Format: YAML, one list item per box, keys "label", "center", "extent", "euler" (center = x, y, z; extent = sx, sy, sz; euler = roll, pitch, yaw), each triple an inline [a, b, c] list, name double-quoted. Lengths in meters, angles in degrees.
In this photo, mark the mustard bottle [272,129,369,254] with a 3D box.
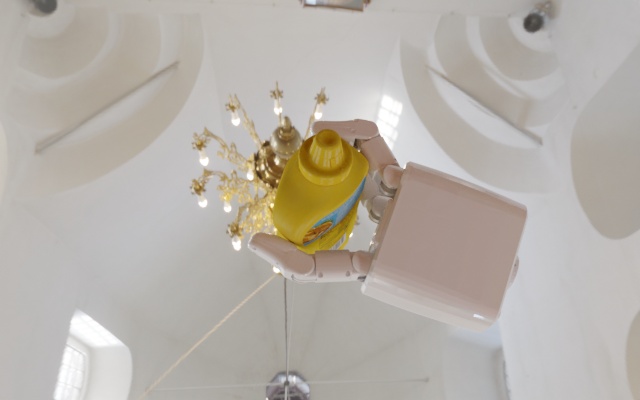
- label: "mustard bottle"
  center: [0.000, 0.001, 0.420]
  extent: [0.096, 0.058, 0.192]
  euler: [-41, -18, -22]
